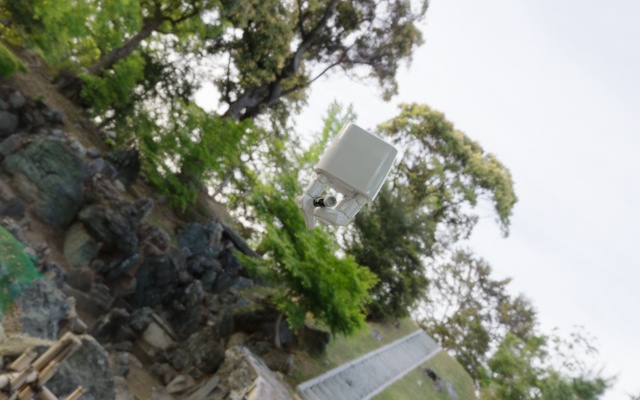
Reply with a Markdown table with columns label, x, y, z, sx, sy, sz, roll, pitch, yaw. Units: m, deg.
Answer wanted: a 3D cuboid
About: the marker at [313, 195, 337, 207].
| label | x | y | z | sx | sy | sz | roll | pitch | yaw |
| --- | --- | --- | --- | --- | --- | --- | --- | --- | --- |
| marker | 0.000 | 0.003 | 0.821 | 0.020 | 0.020 | 0.121 | 0 | -2 | -17 |
